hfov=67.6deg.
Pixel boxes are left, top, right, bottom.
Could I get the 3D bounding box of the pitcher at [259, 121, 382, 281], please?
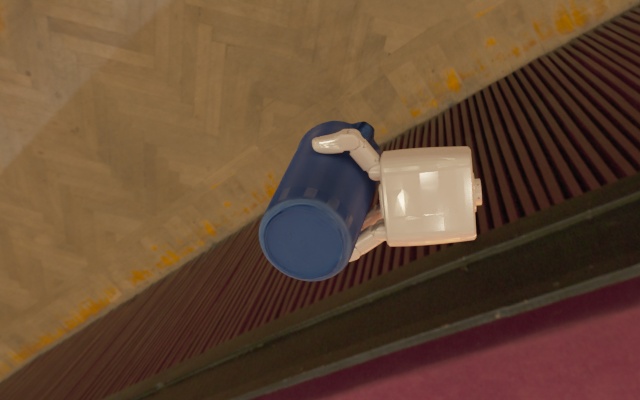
[{"bbox_3d":[0.000,0.002,0.627,0.145,0.149,0.242,-4,26,15],"label":"pitcher"}]
